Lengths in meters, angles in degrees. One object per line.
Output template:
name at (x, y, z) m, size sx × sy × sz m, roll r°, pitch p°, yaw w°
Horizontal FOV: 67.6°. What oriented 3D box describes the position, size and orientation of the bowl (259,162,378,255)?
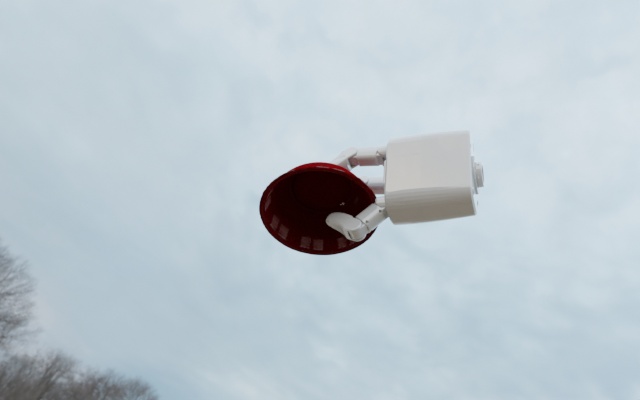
bowl at (-0.001, 0.002, 0.653) m, size 0.162 × 0.162 × 0.055 m, roll 0°, pitch 42°, yaw 4°
